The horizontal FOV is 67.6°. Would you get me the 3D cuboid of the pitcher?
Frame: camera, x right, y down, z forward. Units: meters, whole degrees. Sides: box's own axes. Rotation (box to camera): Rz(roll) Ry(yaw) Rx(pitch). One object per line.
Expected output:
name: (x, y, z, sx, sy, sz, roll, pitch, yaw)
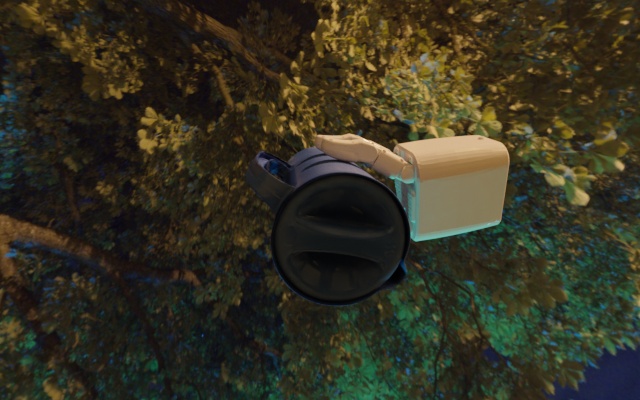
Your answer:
pitcher: (0.000, 0.002, 0.552, 0.145, 0.149, 0.242, -10, 17, -3)
